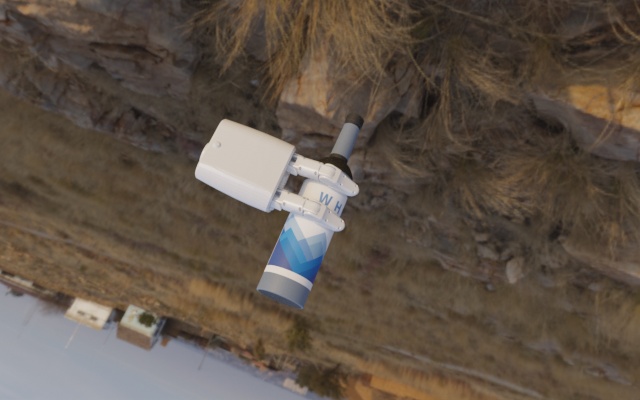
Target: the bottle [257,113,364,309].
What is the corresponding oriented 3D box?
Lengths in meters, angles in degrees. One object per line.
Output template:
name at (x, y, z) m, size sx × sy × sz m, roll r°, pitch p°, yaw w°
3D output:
bottle at (0.000, 0.002, 0.676) m, size 0.069 × 0.295 × 0.069 m, roll 20°, pitch -21°, yaw 8°
